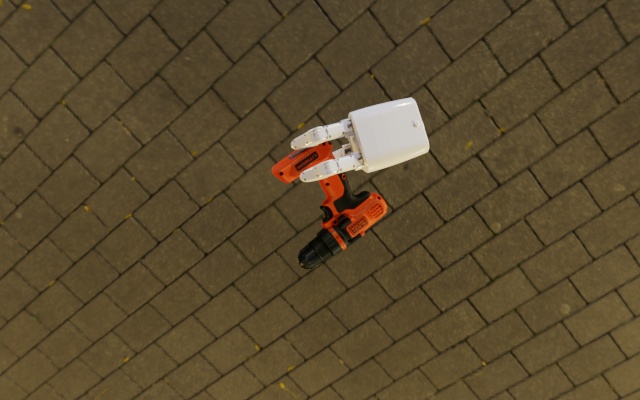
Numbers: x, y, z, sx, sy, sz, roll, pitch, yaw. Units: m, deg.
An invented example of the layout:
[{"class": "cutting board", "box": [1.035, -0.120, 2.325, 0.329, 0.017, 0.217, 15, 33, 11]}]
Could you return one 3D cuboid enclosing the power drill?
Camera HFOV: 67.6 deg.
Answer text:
[{"class": "power drill", "box": [0.000, 0.002, 0.805, 0.184, 0.188, 0.057, -38, 21, -9]}]
